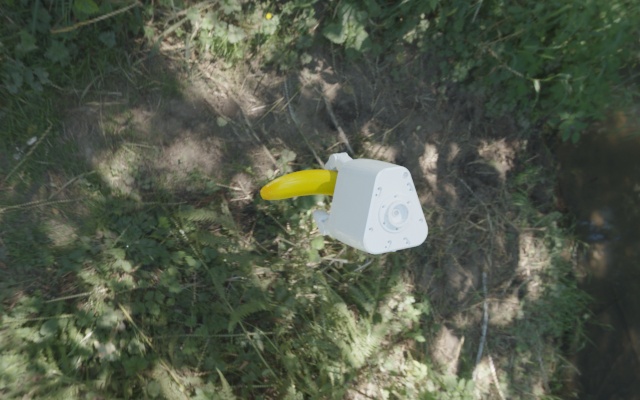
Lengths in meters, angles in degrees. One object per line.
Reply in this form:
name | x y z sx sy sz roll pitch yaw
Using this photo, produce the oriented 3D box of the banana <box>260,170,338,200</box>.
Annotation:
banana | 0.009 -0.014 0.724 0.198 0.070 0.037 13 16 -26
